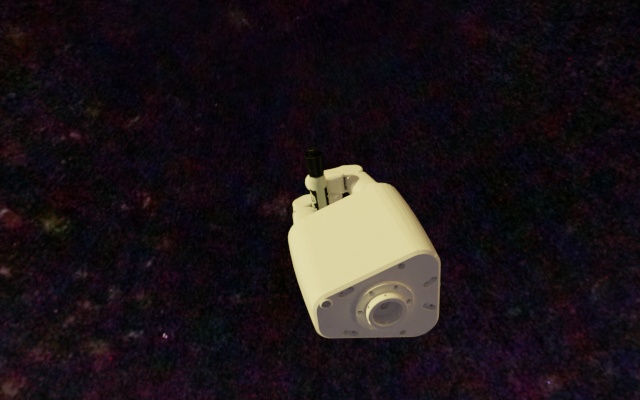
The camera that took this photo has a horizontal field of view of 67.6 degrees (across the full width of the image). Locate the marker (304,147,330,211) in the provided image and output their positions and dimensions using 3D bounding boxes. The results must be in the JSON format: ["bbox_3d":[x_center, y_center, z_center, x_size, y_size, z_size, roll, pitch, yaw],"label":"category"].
[{"bbox_3d":[0.000,0.002,0.487,0.020,0.121,0.020,-6,31,4],"label":"marker"}]
